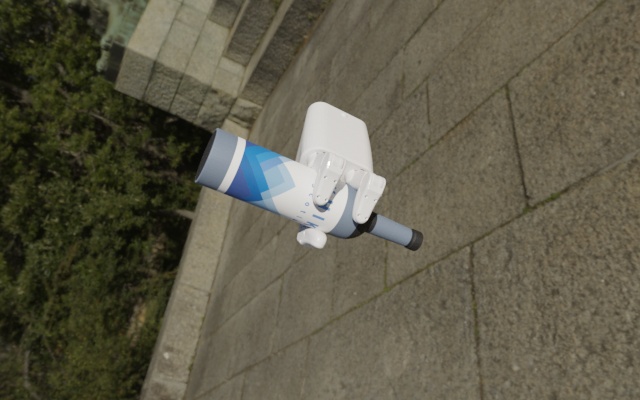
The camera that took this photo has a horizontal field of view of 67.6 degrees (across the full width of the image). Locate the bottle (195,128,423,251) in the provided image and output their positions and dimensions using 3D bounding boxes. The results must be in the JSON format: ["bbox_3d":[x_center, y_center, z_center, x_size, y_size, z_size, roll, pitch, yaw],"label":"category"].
[{"bbox_3d":[0.000,0.002,0.583,0.296,0.069,0.069,22,-8,-20],"label":"bottle"}]
